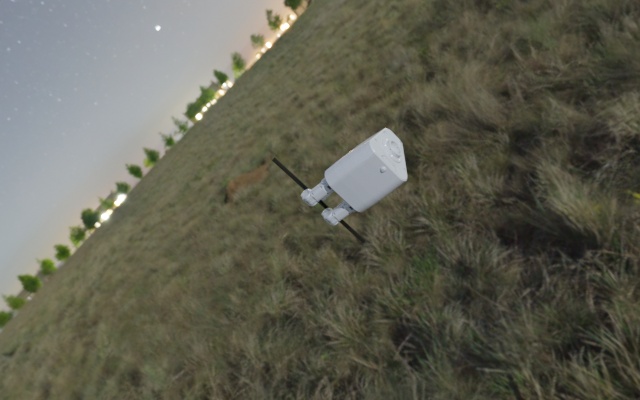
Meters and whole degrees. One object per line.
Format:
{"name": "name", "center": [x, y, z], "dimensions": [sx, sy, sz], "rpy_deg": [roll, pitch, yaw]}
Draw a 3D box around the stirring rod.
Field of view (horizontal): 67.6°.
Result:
{"name": "stirring rod", "center": [0.000, 0.003, 0.898], "dimensions": [0.239, 0.011, 0.011], "rpy_deg": [42, -15, -17]}
